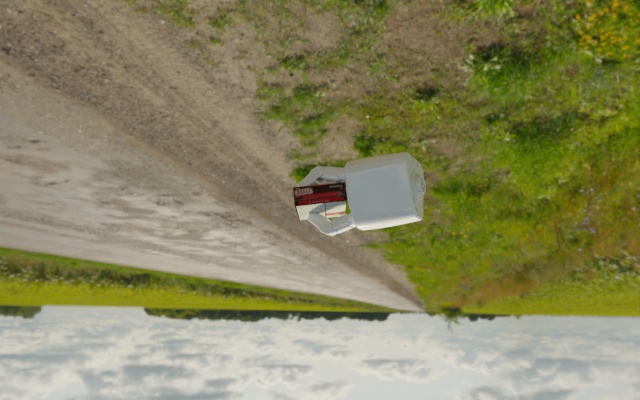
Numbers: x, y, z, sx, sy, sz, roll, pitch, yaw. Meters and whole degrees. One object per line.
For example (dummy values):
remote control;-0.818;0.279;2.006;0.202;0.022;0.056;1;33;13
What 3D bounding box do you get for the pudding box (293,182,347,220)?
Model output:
pudding box;0.000;0.003;0.842;0.090;0.039;0.113;-5;-17;0
